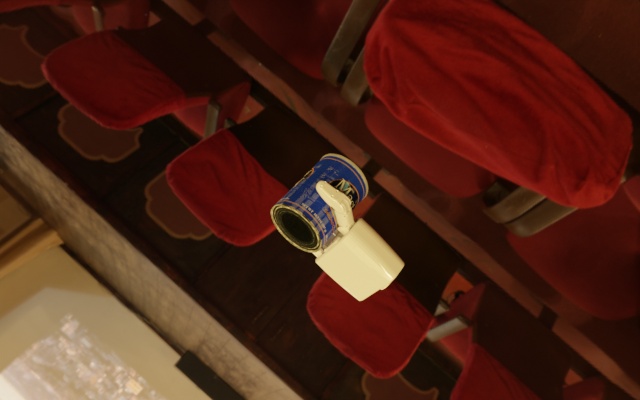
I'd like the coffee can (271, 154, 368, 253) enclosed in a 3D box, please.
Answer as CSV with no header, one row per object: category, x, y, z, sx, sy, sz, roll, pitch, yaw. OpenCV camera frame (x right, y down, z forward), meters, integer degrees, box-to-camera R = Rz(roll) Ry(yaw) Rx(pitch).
coffee can,0.000,0.002,0.802,0.103,0.103,0.140,0,39,49
